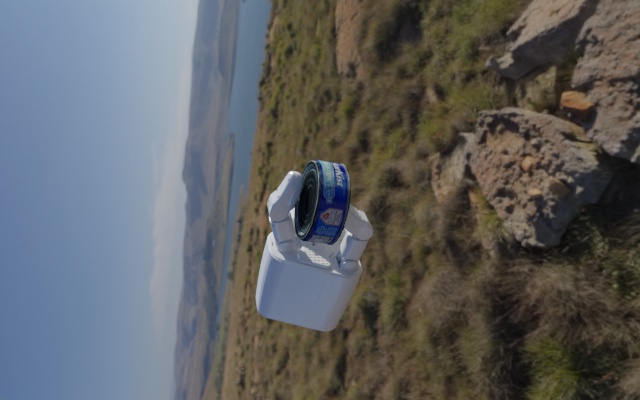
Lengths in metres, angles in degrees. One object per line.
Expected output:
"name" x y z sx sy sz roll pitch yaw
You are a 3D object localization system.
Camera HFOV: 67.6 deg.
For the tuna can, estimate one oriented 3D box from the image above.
"tuna can" 0.000 0.001 0.494 0.034 0.086 0.086 9 -3 -17
